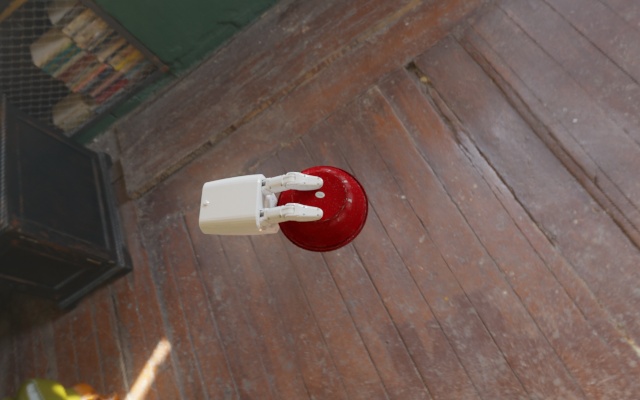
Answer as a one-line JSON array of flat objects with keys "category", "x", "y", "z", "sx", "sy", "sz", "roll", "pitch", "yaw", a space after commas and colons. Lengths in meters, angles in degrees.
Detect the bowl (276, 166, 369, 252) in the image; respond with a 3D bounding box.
[{"category": "bowl", "x": 0.001, "y": 0.002, "z": 0.804, "sx": 0.162, "sy": 0.162, "sz": 0.055, "roll": 0, "pitch": -23, "yaw": 6}]
